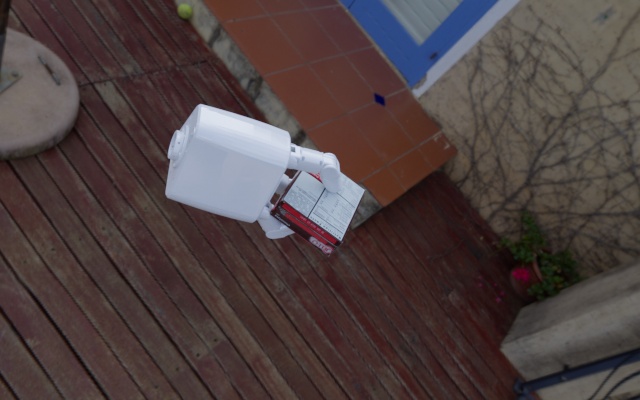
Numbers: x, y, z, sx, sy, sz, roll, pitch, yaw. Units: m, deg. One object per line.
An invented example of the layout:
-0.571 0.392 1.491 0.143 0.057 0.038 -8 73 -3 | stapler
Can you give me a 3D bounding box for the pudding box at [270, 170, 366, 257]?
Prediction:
0.000 0.002 0.601 0.090 0.113 0.039 37 -46 -7 | pudding box
